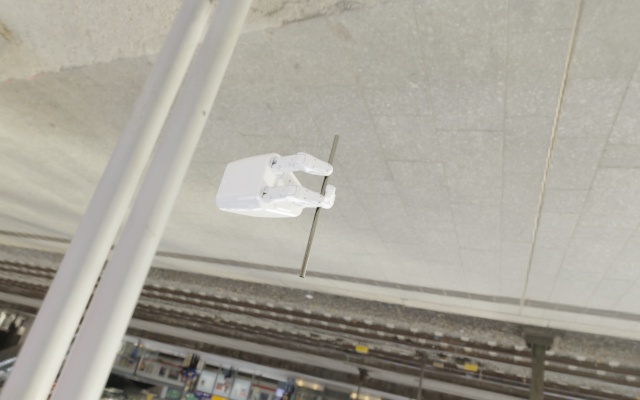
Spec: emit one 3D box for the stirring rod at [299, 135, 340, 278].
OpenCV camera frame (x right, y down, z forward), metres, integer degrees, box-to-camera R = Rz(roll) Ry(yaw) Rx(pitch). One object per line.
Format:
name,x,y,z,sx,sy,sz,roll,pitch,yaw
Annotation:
stirring rod,0.000,0.002,0.733,0.011,0.239,0.011,12,-23,5
